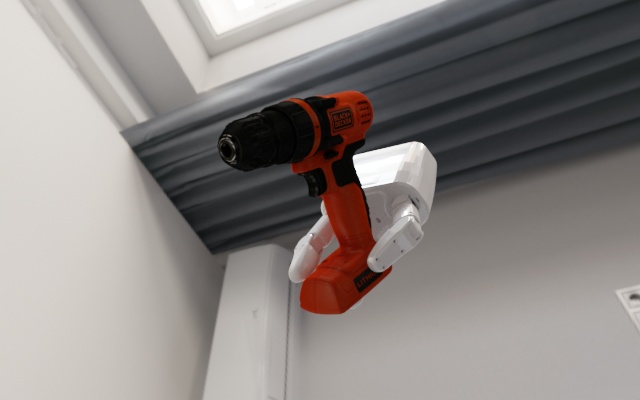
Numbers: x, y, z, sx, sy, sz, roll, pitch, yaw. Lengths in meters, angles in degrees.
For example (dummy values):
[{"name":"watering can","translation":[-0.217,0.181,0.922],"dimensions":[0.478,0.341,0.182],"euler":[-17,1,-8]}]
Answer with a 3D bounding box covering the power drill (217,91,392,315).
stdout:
[{"name":"power drill","translation":[0.000,0.002,0.427],"dimensions":[0.057,0.188,0.184],"euler":[0,18,39]}]
